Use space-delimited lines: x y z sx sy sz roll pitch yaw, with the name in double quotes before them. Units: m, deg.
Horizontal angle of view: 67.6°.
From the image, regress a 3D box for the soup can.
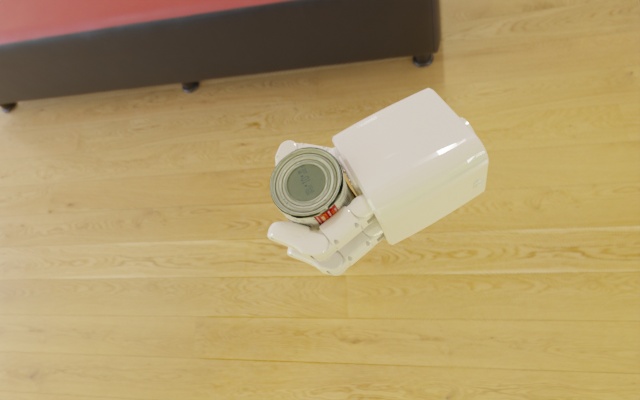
"soup can" 0.000 0.002 0.452 0.068 0.068 0.102 0 -21 16
